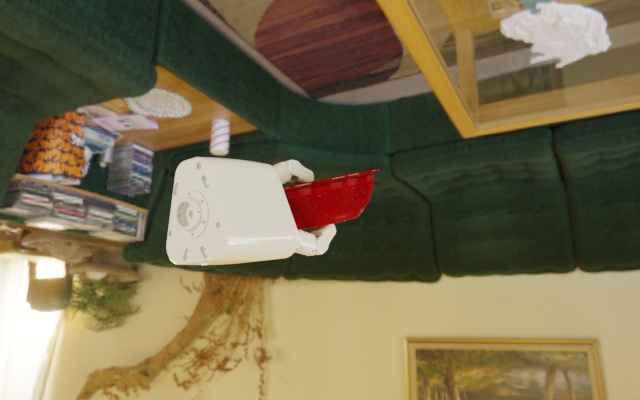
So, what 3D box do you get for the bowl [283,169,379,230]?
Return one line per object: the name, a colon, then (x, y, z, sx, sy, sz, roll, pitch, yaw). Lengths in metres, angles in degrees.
bowl: (0.001, 0.002, 0.613, 0.162, 0.055, 0.162, -12, 2, 0)
